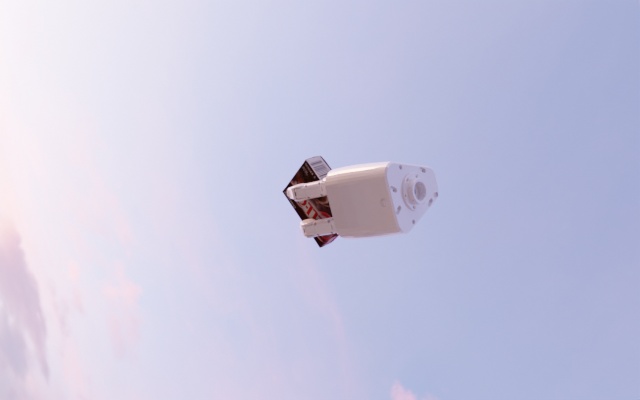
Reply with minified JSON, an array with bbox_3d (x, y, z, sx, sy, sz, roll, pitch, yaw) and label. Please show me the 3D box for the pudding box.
[{"bbox_3d":[0.000,0.002,0.725,0.039,0.113,0.090,-20,-19,-40],"label":"pudding box"}]
